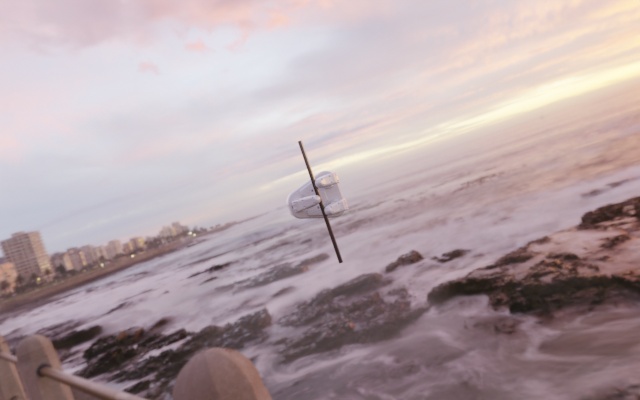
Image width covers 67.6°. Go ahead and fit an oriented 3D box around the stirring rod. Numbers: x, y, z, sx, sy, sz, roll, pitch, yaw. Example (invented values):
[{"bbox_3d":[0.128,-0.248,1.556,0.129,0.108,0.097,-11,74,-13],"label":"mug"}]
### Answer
[{"bbox_3d":[0.000,0.003,0.893,0.011,0.239,0.011,-19,1,0],"label":"stirring rod"}]
